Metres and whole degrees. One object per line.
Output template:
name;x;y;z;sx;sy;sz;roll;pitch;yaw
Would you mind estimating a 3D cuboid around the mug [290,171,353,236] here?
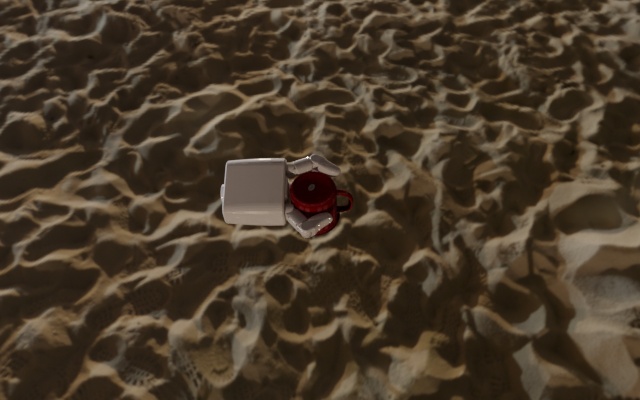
mug;0.002;0.003;0.851;0.117;0.093;0.082;0;-38;2
